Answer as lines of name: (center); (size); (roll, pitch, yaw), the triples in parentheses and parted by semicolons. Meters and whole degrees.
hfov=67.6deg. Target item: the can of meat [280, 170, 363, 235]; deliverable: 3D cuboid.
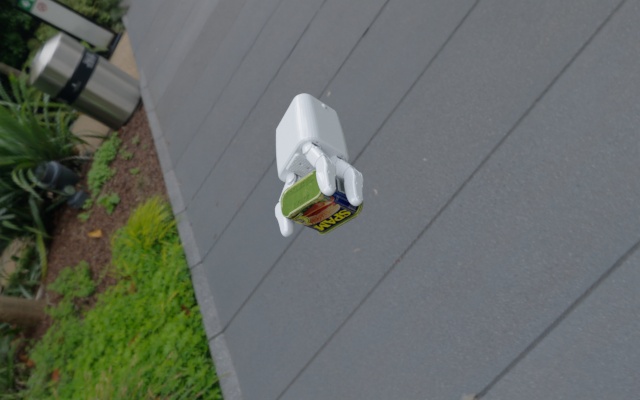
can of meat: (0.000, 0.002, 0.738); (0.084, 0.057, 0.102); (25, -43, -38)
